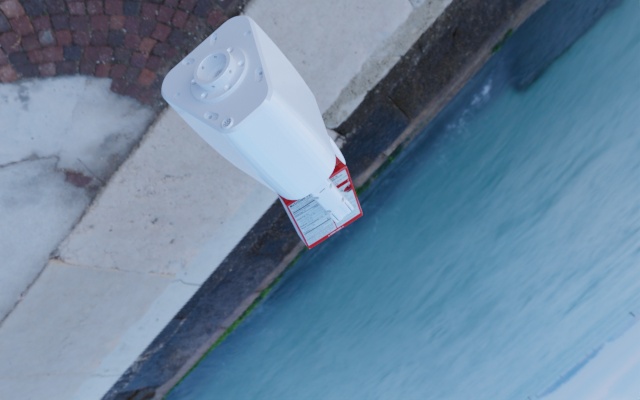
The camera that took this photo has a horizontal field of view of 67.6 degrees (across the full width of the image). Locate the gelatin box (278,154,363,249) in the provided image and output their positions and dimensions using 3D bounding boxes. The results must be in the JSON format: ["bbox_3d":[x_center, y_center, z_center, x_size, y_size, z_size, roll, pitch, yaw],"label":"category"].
[{"bbox_3d":[0.000,0.002,0.507,0.073,0.030,0.089,-33,-40,-7],"label":"gelatin box"}]
